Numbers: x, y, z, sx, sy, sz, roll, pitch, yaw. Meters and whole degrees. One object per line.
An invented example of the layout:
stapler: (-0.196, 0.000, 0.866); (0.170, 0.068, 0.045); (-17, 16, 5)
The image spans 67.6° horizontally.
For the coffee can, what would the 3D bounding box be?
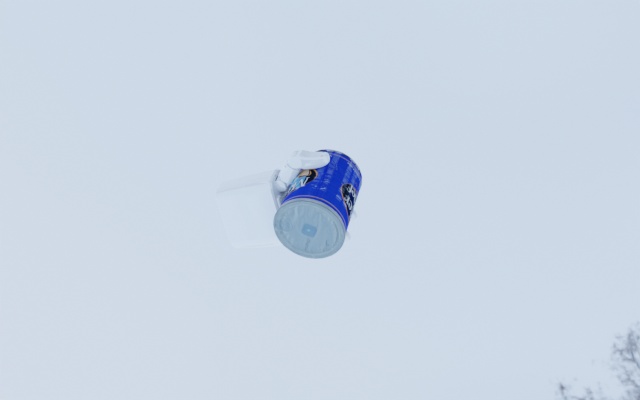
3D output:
coffee can: (0.000, 0.002, 0.710); (0.103, 0.103, 0.140); (0, 35, 17)
